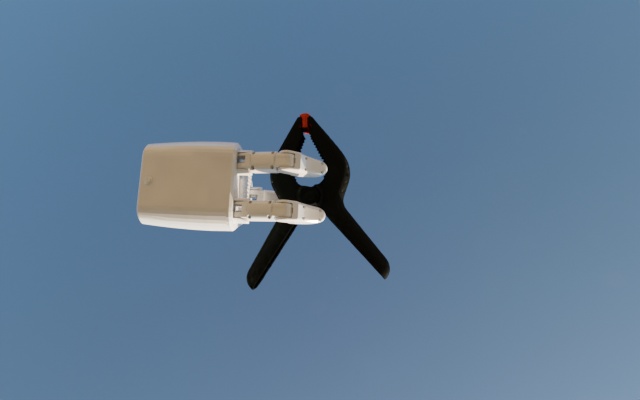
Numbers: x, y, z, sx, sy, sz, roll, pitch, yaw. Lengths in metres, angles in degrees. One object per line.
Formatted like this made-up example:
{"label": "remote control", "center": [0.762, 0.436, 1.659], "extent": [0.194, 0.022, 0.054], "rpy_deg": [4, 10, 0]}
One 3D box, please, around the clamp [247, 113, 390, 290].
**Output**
{"label": "clamp", "center": [0.000, 0.001, 0.563], "extent": [0.164, 0.210, 0.036], "rpy_deg": [2, -9, 4]}
